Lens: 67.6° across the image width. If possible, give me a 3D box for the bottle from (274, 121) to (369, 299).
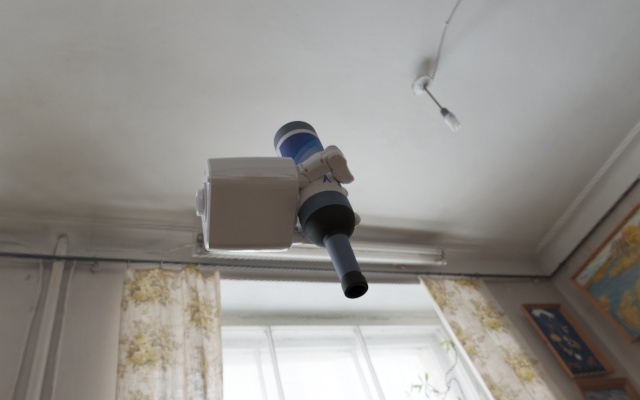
[{"bbox_3d":[0.000,0.002,0.606,0.069,0.069,0.295,0,39,-19],"label":"bottle"}]
